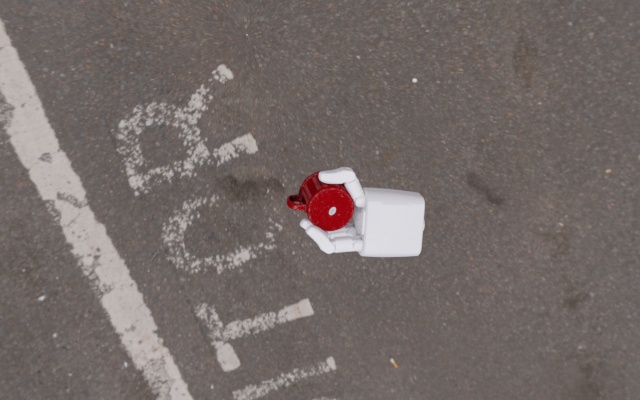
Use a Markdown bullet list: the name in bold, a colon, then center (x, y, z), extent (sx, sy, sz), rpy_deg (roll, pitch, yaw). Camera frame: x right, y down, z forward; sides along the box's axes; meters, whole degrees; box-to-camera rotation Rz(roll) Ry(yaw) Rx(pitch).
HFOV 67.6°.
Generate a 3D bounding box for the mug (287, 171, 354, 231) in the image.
- **mug**: center (-0.001, 0.003, 0.830), extent (0.117, 0.093, 0.081), rpy_deg (2, 19, -10)
